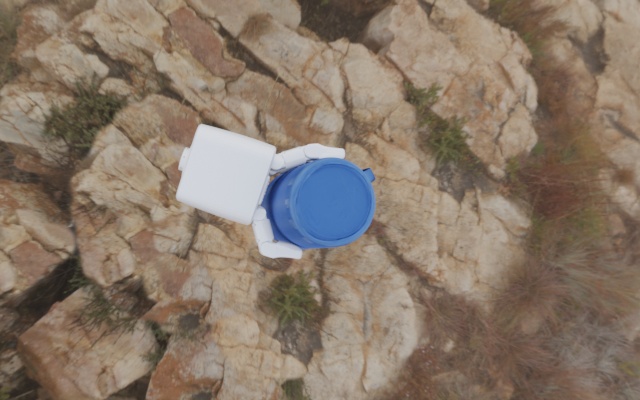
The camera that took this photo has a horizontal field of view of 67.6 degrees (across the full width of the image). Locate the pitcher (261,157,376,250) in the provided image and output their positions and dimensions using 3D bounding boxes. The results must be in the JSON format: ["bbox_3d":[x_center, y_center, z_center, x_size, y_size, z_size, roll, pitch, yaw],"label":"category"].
[{"bbox_3d":[0.000,0.002,0.679,0.145,0.149,0.243,18,-7,-11],"label":"pitcher"}]
